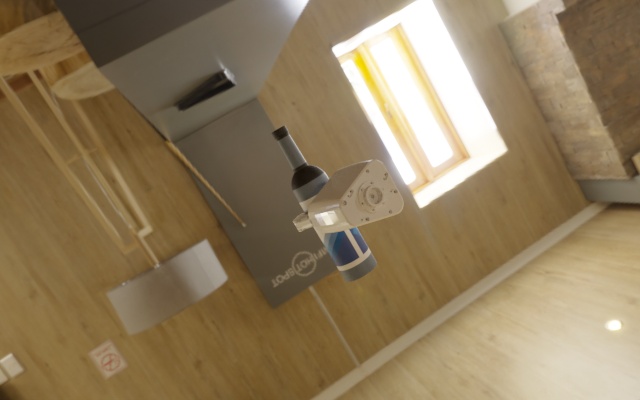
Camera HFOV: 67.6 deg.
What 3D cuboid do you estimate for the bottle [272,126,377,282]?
[{"bbox_3d":[0.000,0.003,0.845,0.069,0.296,0.069,-30,8,4],"label":"bottle"}]
